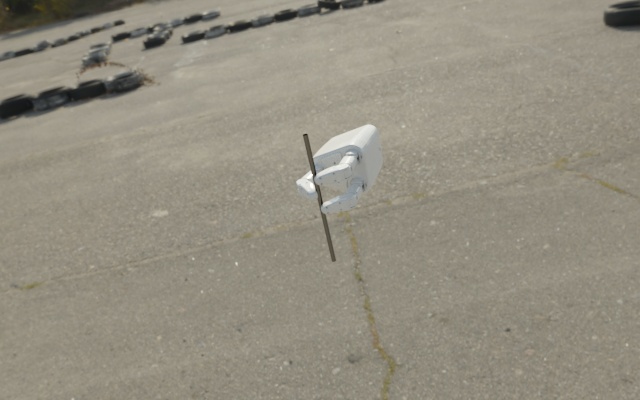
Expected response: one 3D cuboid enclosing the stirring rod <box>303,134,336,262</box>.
[{"bbox_3d":[0.000,0.003,0.791,0.011,0.240,0.011,-10,28,5],"label":"stirring rod"}]
